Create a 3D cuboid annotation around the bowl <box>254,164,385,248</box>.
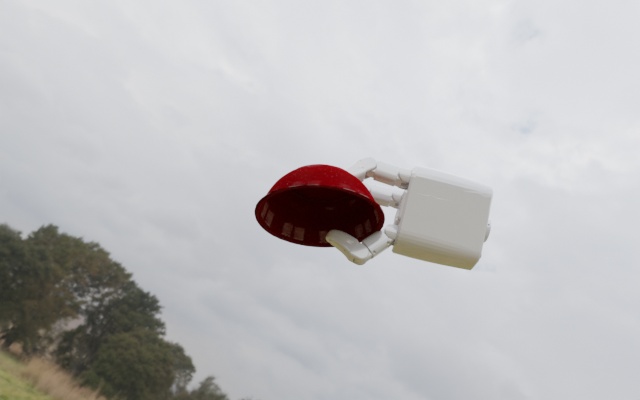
[{"bbox_3d":[-0.001,0.001,0.603,0.162,0.055,0.162,2,-30,1],"label":"bowl"}]
